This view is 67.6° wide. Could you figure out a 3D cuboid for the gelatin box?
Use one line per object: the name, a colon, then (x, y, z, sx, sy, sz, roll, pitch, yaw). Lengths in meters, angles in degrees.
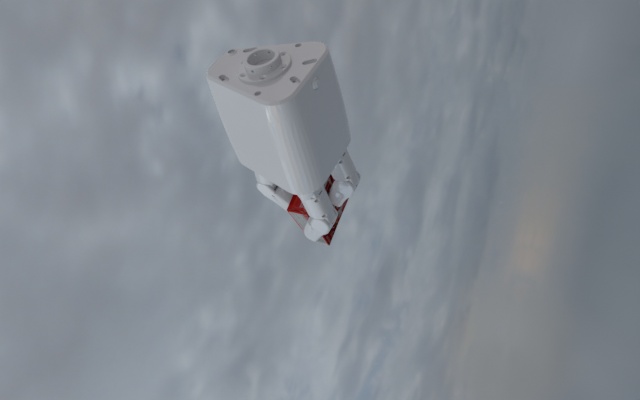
gelatin box: (0.000, 0.002, 0.567, 0.030, 0.073, 0.089, 12, -24, 26)
